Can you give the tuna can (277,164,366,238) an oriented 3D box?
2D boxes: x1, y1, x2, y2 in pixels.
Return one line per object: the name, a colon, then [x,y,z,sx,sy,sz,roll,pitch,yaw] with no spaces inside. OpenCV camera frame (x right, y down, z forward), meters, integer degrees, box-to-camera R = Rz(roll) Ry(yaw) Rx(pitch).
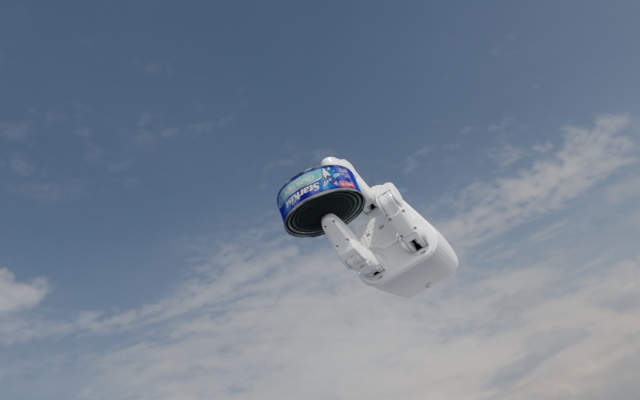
tuna can: [0.000,0.001,0.483,0.086,0.033,0.086,-16,-29,-9]
